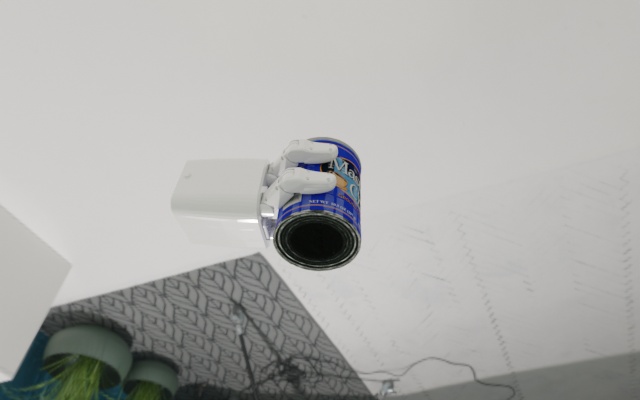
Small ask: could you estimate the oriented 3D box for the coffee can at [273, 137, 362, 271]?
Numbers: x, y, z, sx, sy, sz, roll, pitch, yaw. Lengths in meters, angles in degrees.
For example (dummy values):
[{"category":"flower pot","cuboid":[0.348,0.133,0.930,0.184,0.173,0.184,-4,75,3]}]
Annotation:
[{"category":"coffee can","cuboid":[0.000,0.002,0.600,0.103,0.103,0.140,0,43,5]}]
